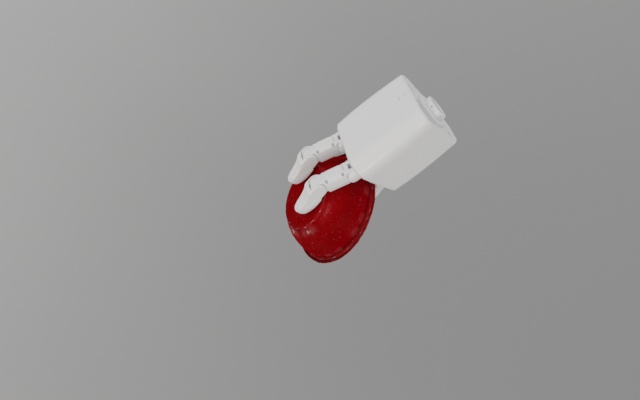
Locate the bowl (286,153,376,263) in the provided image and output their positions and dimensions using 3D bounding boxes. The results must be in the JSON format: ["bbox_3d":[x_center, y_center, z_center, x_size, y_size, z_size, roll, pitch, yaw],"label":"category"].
[{"bbox_3d":[-0.001,0.003,0.661,0.055,0.162,0.162,20,-12,-35],"label":"bowl"}]
